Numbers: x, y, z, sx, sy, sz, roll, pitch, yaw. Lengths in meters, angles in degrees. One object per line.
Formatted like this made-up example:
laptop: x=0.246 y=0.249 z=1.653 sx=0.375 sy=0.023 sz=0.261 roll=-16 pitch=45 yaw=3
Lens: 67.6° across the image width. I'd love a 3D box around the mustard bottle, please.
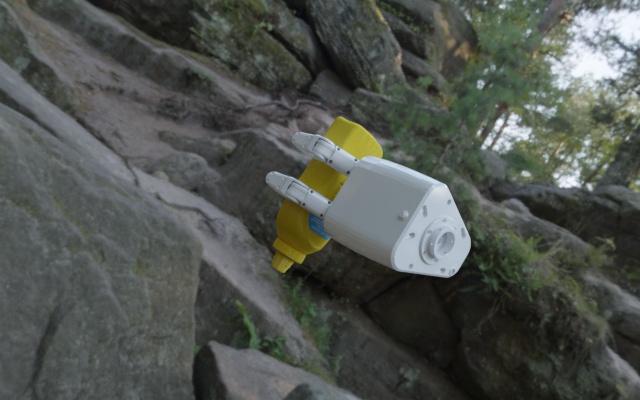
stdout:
mustard bottle: x=0.000 y=0.002 z=0.574 sx=0.058 sy=0.191 sz=0.096 roll=30 pitch=-4 yaw=29
